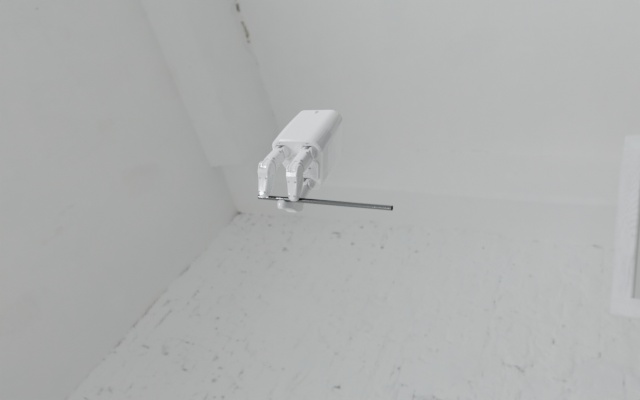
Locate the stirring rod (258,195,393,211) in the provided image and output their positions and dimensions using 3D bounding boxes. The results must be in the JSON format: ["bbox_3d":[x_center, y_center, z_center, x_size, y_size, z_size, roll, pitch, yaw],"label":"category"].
[{"bbox_3d":[0.000,0.002,0.759,0.239,0.011,0.011,5,2,29],"label":"stirring rod"}]
